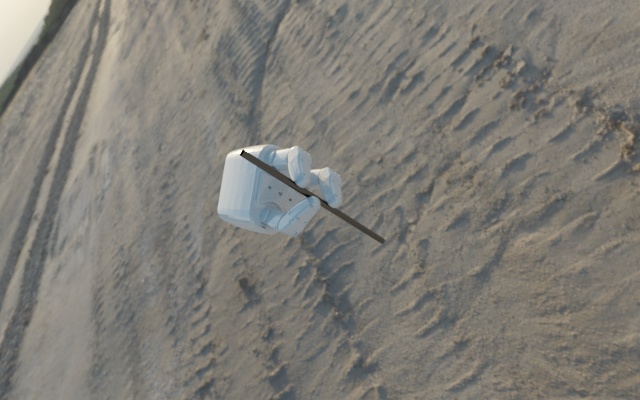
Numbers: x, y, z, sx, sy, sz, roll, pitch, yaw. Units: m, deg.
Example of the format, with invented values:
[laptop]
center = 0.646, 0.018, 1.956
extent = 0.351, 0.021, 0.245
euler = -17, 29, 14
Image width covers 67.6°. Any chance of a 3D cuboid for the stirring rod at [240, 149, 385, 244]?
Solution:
[stirring rod]
center = 0.000, 0.002, 0.578
extent = 0.240, 0.011, 0.011
euler = 32, -20, -34
